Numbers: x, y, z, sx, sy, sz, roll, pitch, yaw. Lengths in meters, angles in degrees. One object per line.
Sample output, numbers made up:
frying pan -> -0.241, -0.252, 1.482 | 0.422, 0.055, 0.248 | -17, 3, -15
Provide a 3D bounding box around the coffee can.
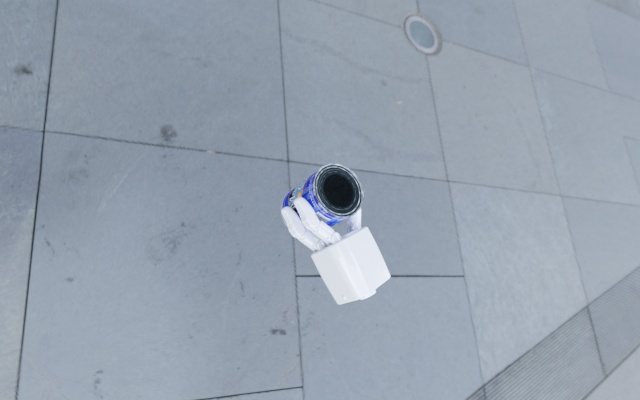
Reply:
coffee can -> 0.000, 0.003, 0.897 | 0.103, 0.102, 0.140 | 0, -18, -30
